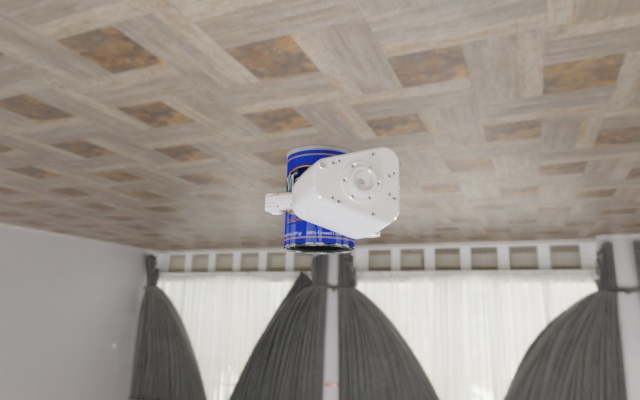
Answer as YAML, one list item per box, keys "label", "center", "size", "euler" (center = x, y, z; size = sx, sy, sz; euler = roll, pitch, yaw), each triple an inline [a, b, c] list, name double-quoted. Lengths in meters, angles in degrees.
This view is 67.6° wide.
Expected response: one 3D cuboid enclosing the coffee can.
- label: "coffee can"
  center: [0.000, 0.002, 0.690]
  size: [0.103, 0.140, 0.103]
  euler: [1, -13, 0]
